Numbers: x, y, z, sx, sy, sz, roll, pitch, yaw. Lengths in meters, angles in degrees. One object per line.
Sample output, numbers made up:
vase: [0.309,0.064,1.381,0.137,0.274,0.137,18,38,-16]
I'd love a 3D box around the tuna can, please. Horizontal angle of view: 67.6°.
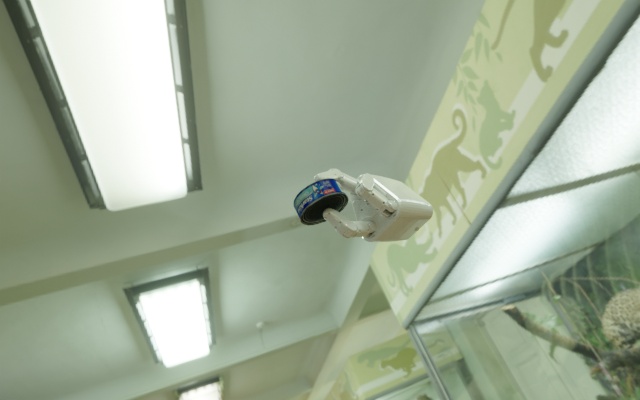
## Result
tuna can: [0.000,0.002,0.775,0.086,0.033,0.086,-23,-26,-12]
